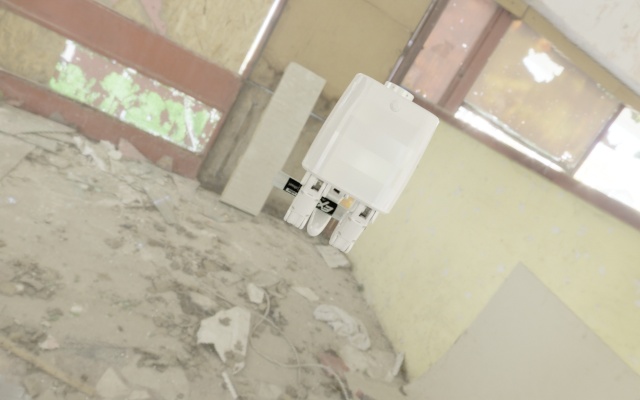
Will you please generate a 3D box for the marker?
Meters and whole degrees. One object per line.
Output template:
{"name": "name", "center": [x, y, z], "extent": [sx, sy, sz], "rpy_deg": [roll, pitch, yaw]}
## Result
{"name": "marker", "center": [0.000, 0.002, 0.552], "extent": [0.121, 0.020, 0.020], "rpy_deg": [29, -2, -4]}
